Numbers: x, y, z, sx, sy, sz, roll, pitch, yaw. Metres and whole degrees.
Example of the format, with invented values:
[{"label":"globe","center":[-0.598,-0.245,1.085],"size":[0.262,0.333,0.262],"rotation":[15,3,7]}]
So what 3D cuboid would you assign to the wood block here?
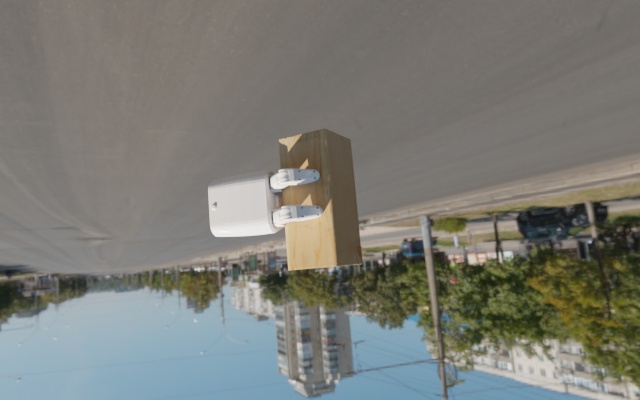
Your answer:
[{"label":"wood block","center":[0.000,0.003,0.759],"size":[0.090,0.206,0.091],"rotation":[-9,-9,28]}]
